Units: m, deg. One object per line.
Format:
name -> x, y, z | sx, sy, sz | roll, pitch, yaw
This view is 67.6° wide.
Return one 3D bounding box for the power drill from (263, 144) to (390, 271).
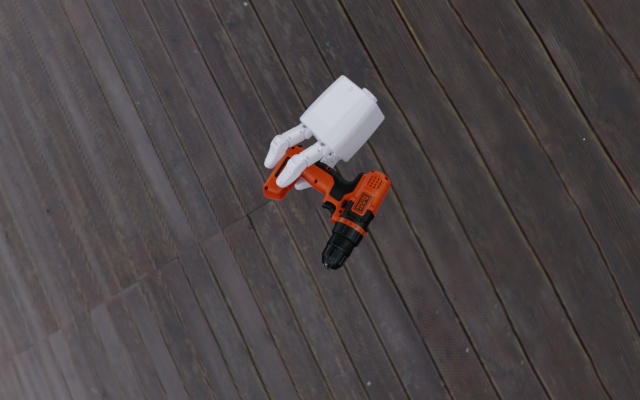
power drill -> 0.000, 0.002, 0.807 | 0.187, 0.184, 0.057 | 29, -15, 13
